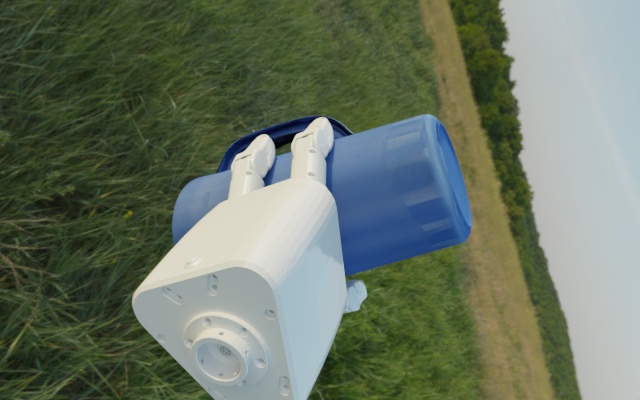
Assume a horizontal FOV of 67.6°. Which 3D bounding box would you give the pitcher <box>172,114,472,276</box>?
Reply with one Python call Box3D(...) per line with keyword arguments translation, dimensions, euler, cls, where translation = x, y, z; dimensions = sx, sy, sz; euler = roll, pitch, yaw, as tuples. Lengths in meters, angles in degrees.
Box3D(translation=(0.000, 0.002, 0.432), dimensions=(0.243, 0.149, 0.145), euler=(-17, 16, 23), cls="pitcher")
